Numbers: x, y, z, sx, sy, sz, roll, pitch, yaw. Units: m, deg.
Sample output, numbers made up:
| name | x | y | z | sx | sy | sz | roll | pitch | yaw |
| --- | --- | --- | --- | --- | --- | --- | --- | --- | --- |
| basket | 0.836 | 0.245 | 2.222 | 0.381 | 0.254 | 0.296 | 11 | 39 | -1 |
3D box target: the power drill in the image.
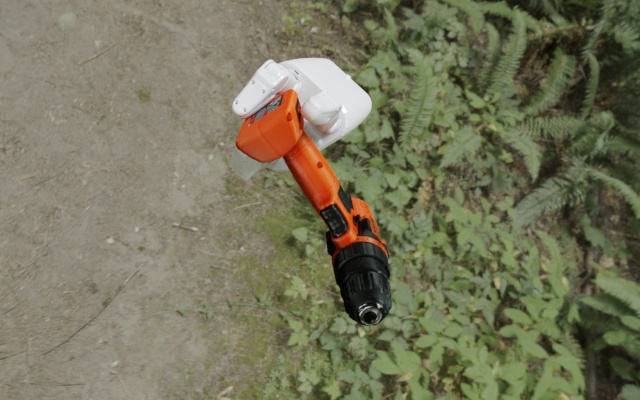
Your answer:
| name | x | y | z | sx | sy | sz | roll | pitch | yaw |
| --- | --- | --- | --- | --- | --- | --- | --- | --- | --- |
| power drill | 0.000 | 0.001 | 0.432 | 0.057 | 0.188 | 0.184 | -29 | 22 | 10 |
